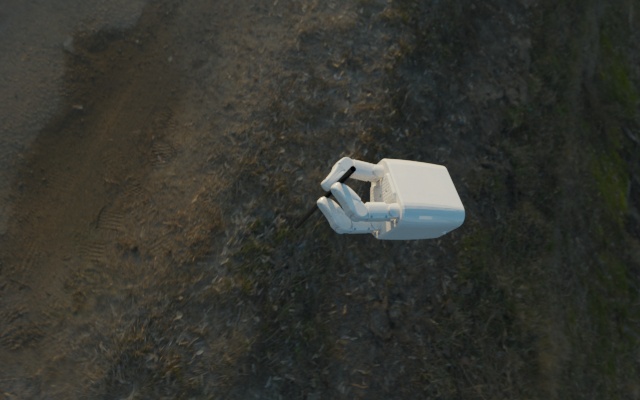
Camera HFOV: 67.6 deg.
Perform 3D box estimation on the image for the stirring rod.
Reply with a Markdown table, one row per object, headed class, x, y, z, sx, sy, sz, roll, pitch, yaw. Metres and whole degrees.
| class | x | y | z | sx | sy | sz | roll | pitch | yaw |
| --- | --- | --- | --- | --- | --- | --- | --- | --- | --- |
| stirring rod | 0.000 | 0.002 | 0.707 | 0.011 | 0.011 | 0.240 | 0 | -21 | -21 |
